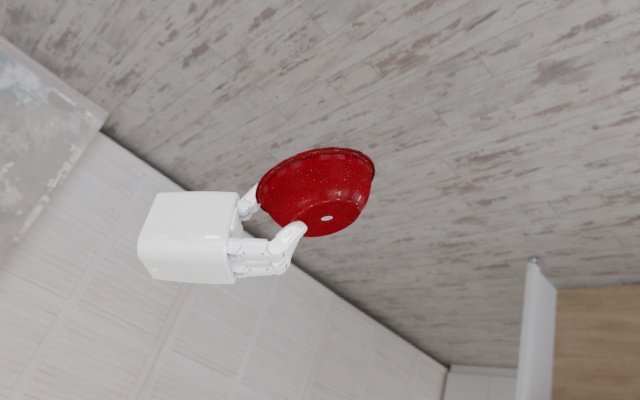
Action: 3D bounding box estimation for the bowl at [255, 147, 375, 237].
[{"bbox_3d":[0.001,0.002,0.614,0.162,0.055,0.162,-12,-30,-7],"label":"bowl"}]
